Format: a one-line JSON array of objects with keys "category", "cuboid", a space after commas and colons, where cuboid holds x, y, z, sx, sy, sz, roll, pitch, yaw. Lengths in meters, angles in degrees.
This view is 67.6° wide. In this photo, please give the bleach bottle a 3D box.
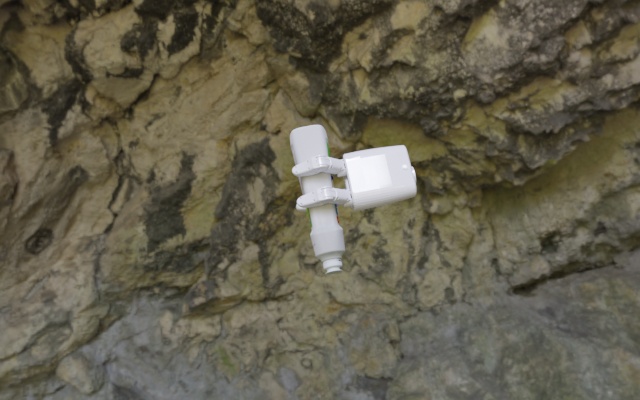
[{"category": "bleach bottle", "cuboid": [0.000, 0.003, 0.819, 0.068, 0.250, 0.103, -11, -19, 0]}]
